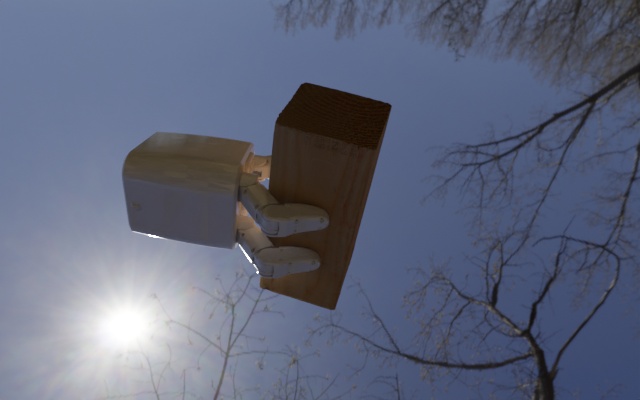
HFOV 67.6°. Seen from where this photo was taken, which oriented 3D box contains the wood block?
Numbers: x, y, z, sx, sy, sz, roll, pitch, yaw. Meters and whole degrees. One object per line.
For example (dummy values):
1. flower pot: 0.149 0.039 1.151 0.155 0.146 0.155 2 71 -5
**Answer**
1. wood block: 0.000 0.001 0.483 0.090 0.206 0.090 16 39 6
